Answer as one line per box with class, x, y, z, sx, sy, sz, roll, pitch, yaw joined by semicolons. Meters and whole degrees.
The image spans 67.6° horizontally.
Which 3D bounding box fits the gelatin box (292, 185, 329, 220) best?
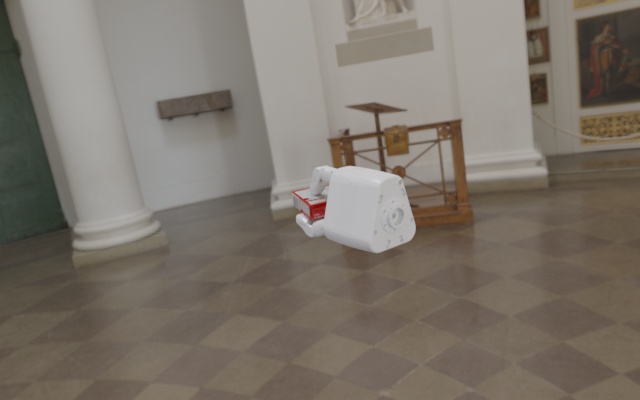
gelatin box;0.000;0.002;0.816;0.073;0.030;0.089;-12;21;-21
